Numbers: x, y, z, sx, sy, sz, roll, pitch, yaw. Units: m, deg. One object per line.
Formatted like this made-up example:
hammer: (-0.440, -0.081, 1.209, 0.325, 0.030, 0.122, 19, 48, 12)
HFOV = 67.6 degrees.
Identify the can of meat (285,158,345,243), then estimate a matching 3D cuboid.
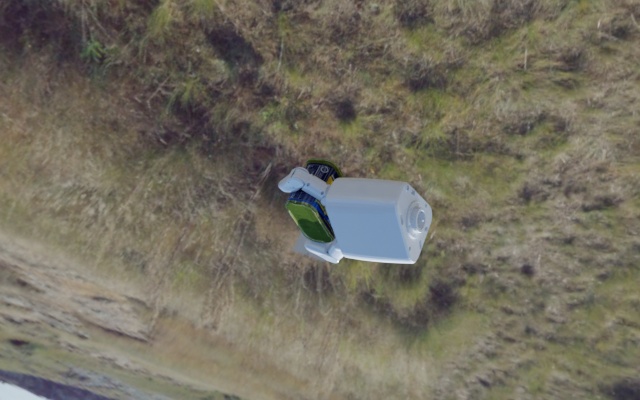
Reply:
can of meat: (0.000, 0.003, 0.707, 0.057, 0.084, 0.102, 6, -36, 33)
